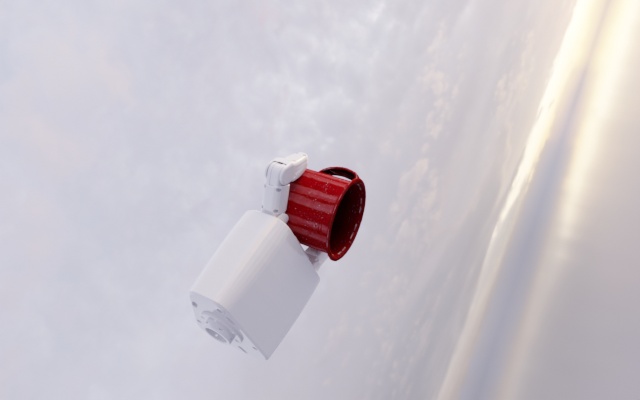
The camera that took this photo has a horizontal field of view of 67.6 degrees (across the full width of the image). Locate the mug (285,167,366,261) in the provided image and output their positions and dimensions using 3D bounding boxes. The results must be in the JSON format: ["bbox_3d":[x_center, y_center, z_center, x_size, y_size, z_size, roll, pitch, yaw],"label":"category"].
[{"bbox_3d":[0.001,0.001,0.533,0.081,0.117,0.093,18,-37,23],"label":"mug"}]
